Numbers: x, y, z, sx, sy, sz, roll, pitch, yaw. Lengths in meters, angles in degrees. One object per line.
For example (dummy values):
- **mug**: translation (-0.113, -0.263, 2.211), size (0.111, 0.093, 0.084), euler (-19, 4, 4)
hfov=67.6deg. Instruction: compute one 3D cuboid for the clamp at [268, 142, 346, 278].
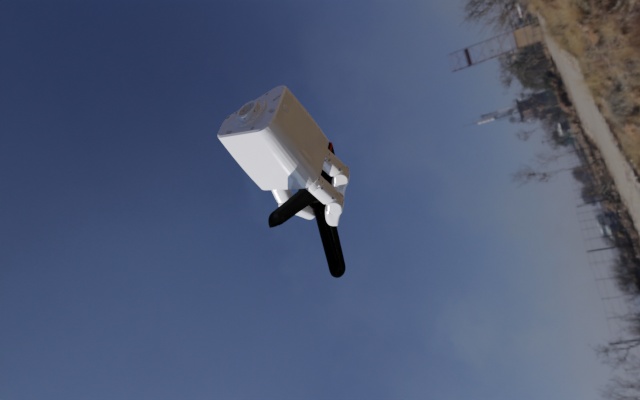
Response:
- **clamp**: translation (-0.001, 0.002, 0.724), size (0.036, 0.209, 0.165), euler (-16, -49, 31)
